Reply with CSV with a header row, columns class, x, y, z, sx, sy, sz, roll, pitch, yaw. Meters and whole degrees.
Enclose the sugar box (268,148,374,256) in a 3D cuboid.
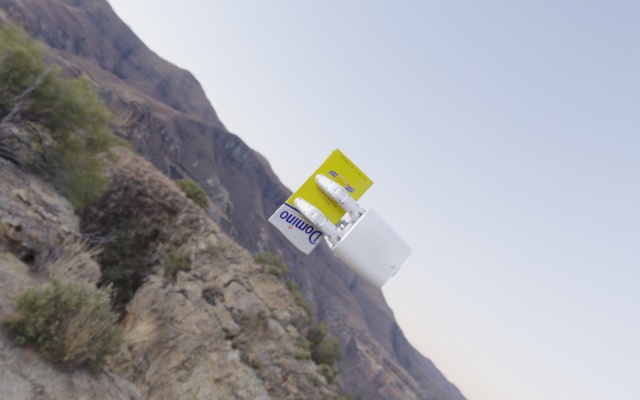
class,x,y,z,sx,sy,sz,roll,pitch,yaw
sugar box,0.000,0.003,0.841,0.093,0.176,0.048,43,-9,-3
